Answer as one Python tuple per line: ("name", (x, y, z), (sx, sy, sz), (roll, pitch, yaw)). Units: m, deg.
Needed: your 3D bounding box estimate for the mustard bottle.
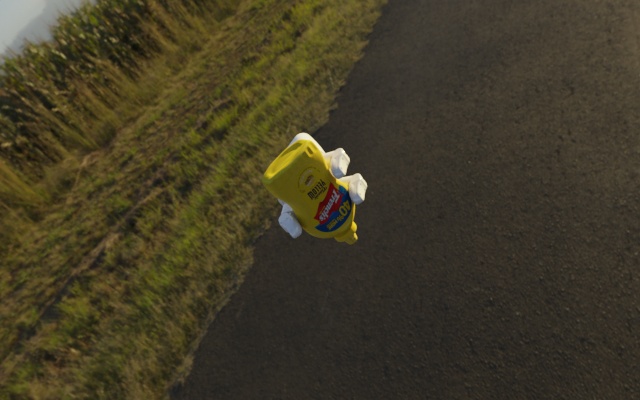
("mustard bottle", (0.000, 0.002, 0.751), (0.192, 0.096, 0.058), (50, -19, -29))
